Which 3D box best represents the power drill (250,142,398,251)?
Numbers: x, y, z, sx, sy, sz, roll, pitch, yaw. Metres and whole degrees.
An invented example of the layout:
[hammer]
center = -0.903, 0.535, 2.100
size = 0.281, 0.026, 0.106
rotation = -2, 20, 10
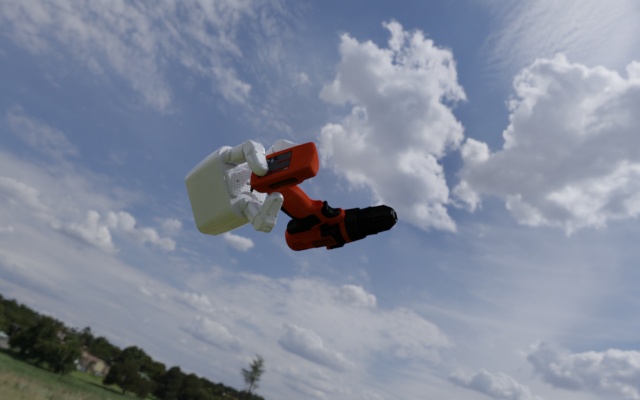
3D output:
[power drill]
center = 0.000, 0.002, 0.697
size = 0.184, 0.057, 0.188
rotation = -16, -46, 22
